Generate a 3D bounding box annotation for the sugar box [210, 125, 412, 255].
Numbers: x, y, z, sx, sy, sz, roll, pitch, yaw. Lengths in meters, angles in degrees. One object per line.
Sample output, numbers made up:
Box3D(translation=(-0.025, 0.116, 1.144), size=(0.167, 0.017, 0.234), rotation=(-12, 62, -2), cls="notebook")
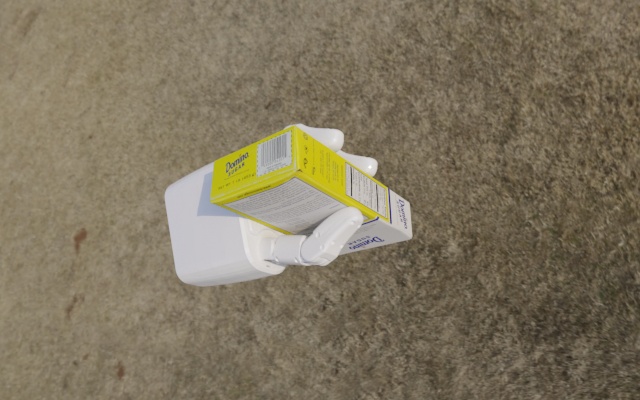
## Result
Box3D(translation=(0.000, 0.001, 0.428), size=(0.093, 0.048, 0.176), rotation=(-17, -27, 33), cls="sugar box")
